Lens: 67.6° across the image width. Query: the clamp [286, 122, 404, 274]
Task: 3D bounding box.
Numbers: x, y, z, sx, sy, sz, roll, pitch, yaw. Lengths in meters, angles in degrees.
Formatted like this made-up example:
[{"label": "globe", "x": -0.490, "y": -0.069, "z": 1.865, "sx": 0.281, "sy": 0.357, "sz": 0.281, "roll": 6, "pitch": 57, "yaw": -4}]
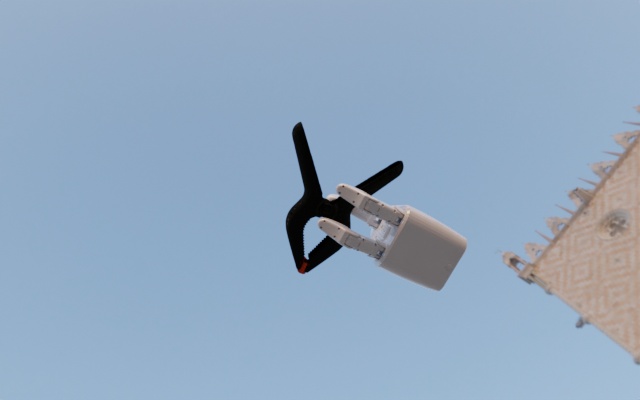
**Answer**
[{"label": "clamp", "x": 0.000, "y": 0.003, "z": 0.679, "sx": 0.164, "sy": 0.210, "sz": 0.036, "roll": 27, "pitch": 10, "yaw": -10}]
